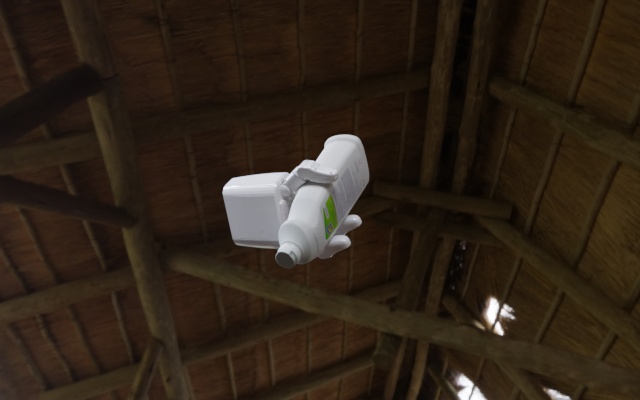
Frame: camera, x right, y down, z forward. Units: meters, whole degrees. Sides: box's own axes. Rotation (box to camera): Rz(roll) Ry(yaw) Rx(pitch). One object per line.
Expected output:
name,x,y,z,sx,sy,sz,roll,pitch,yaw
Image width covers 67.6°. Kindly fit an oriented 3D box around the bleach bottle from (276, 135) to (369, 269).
bleach bottle,0.000,0.002,0.713,0.068,0.103,0.250,-1,33,28
